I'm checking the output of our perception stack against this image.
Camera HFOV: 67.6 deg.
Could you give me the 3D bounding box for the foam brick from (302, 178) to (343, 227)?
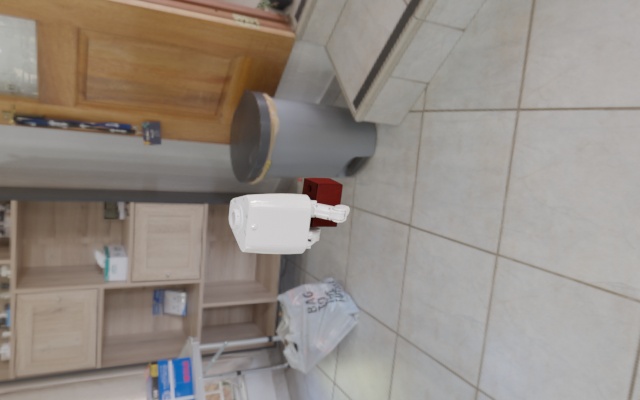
[{"bbox_3d":[0.000,0.002,0.825,0.051,0.078,0.053,2,12,-27],"label":"foam brick"}]
